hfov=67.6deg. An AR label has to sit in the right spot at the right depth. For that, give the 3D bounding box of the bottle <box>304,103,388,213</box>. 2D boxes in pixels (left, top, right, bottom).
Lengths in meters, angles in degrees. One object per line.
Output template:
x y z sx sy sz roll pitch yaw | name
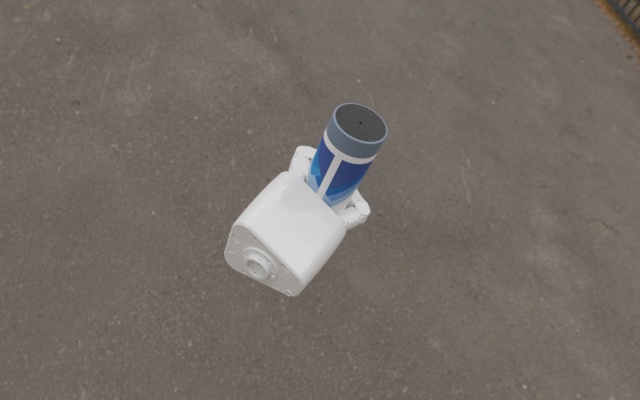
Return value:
0.000 0.002 0.646 0.069 0.069 0.296 0 -38 -23 | bottle
